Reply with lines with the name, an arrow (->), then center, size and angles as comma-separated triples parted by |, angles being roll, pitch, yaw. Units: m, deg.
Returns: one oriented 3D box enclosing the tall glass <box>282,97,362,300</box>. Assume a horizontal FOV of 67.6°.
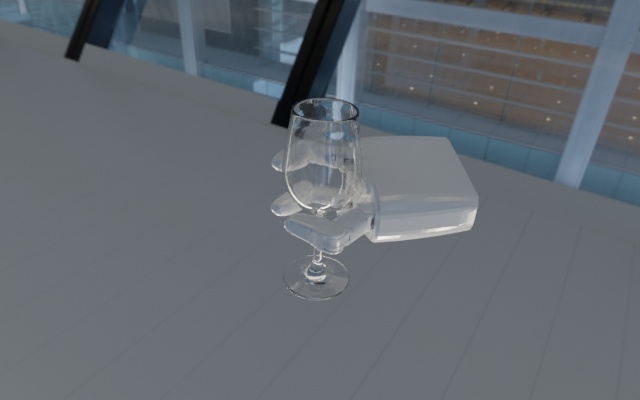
tall glass -> 0.000, 0.002, 0.484 | 0.079, 0.201, 0.079 | 2, 32, -1
